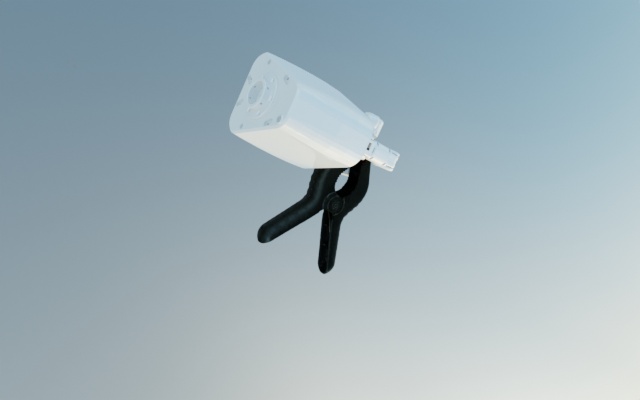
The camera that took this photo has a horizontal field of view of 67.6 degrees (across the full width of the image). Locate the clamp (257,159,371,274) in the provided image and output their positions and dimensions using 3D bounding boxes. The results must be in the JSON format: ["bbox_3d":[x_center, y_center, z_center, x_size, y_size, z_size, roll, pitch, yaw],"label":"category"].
[{"bbox_3d":[0.001,0.002,0.578,0.120,0.171,0.039,20,6,-42],"label":"clamp"}]
